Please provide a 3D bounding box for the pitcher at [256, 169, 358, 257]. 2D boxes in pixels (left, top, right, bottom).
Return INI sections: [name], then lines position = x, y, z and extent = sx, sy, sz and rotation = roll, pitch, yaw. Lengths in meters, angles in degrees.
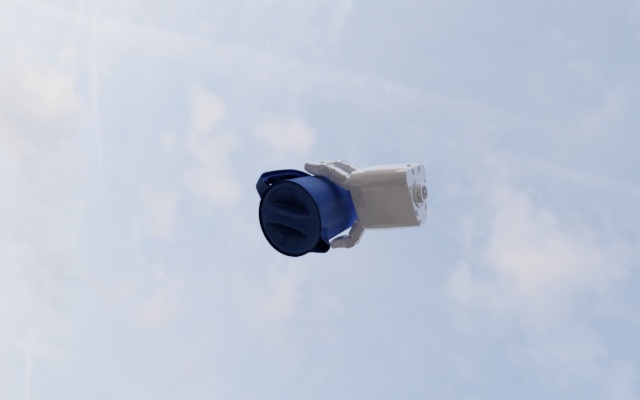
[pitcher]
position = 0.000, 0.003, 0.899
extent = 0.145, 0.149, 0.243
rotation = -6, 8, 34
